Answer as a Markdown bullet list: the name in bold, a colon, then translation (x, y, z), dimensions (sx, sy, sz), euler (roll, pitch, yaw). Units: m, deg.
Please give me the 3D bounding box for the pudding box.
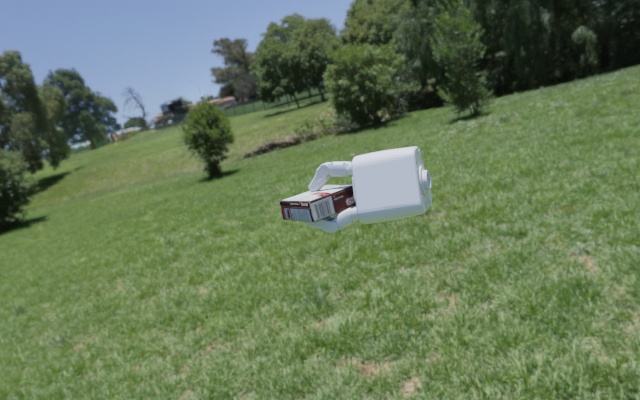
- **pudding box**: translation (0.000, 0.003, 0.830), dimensions (0.113, 0.039, 0.090), euler (-19, 12, -37)
